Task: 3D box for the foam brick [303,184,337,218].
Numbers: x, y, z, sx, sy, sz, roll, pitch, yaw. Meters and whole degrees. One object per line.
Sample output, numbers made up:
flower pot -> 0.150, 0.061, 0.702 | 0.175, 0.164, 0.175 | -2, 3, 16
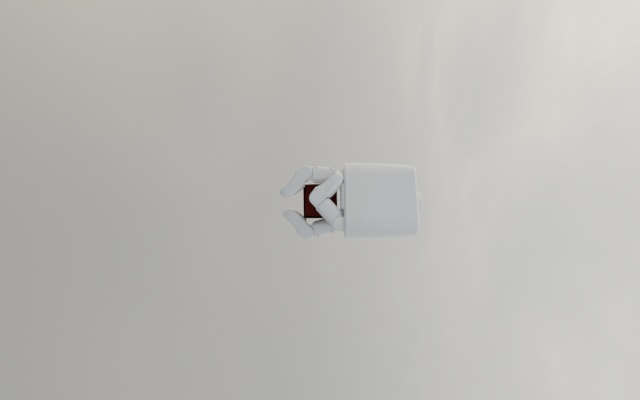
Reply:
foam brick -> 0.000, 0.002, 0.752 | 0.051, 0.053, 0.078 | -1, -2, 0
